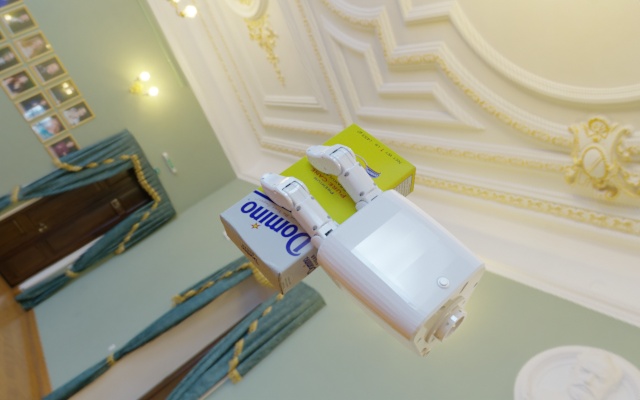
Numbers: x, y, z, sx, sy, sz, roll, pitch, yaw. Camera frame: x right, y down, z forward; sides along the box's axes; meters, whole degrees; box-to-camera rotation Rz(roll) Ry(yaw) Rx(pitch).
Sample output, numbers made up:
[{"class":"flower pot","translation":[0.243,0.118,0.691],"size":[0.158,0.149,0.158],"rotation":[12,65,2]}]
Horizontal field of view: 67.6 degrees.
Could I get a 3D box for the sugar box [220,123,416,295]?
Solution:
[{"class":"sugar box","translation":[0.000,0.001,0.472],"size":[0.176,0.048,0.093],"rotation":[-36,58,-23]}]
